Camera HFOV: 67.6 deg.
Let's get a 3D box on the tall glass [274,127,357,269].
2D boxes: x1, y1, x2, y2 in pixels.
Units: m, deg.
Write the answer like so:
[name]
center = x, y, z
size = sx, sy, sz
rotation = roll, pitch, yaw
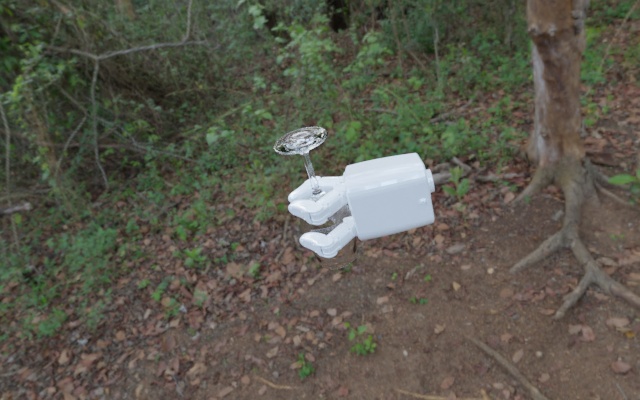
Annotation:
[tall glass]
center = 0.000, 0.002, 0.675
size = 0.079, 0.201, 0.079
rotation = -13, 30, 8
